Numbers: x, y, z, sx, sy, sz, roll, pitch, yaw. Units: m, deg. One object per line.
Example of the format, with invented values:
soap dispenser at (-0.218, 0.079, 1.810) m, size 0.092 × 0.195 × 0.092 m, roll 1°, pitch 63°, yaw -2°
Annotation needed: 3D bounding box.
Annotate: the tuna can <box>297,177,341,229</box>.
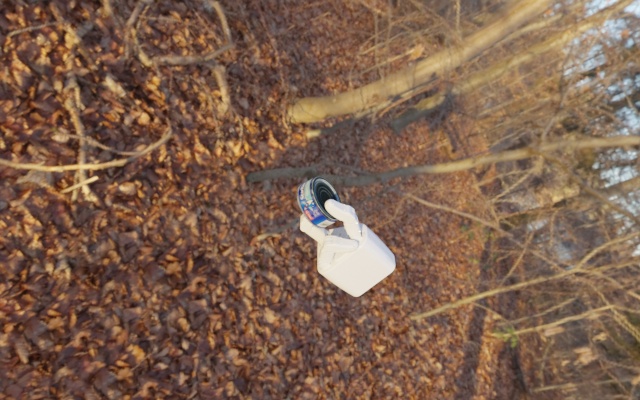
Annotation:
tuna can at (0.001, 0.002, 0.821) m, size 0.034 × 0.086 × 0.086 m, roll -28°, pitch -15°, yaw 30°
